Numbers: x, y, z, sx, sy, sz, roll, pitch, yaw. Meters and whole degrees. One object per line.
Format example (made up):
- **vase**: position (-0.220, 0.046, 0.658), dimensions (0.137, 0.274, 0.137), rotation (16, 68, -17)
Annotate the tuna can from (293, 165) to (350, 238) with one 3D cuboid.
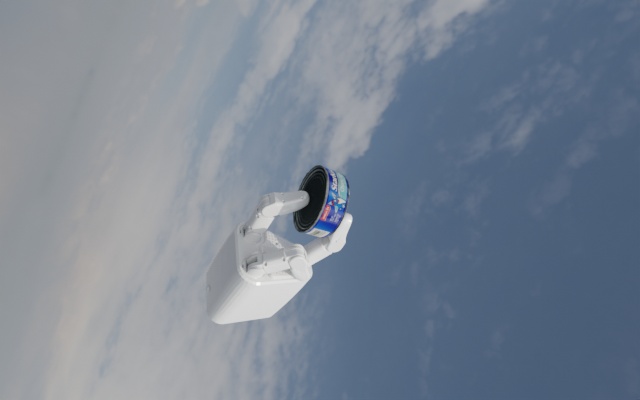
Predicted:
- **tuna can**: position (0.001, 0.002, 0.590), dimensions (0.034, 0.086, 0.086), rotation (17, -8, -25)
